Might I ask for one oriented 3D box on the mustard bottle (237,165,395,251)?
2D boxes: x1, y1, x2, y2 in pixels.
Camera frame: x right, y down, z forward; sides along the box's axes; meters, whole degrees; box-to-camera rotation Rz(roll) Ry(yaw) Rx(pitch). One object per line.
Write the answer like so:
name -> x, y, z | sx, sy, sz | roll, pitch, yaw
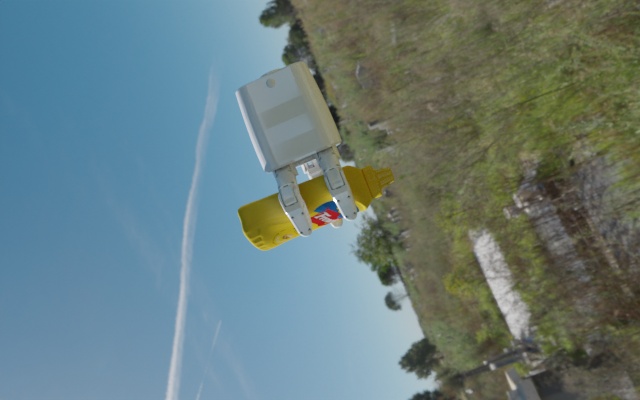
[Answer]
mustard bottle -> 0.000, 0.002, 0.598 | 0.191, 0.058, 0.096 | -22, -22, 6
